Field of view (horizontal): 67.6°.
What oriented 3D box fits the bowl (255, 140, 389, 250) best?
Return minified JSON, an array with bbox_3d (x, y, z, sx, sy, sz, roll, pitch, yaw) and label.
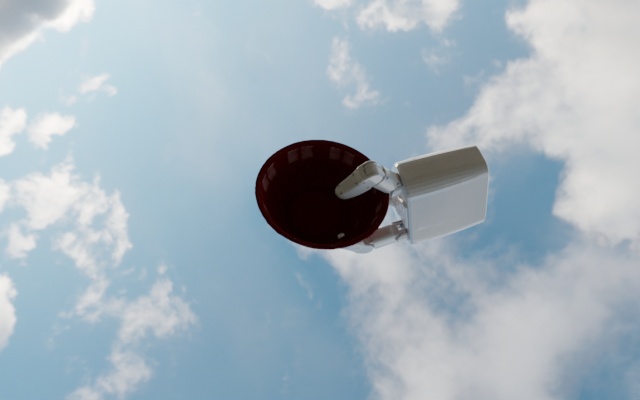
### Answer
[{"bbox_3d":[-0.001,0.002,0.592,0.162,0.162,0.055,0,-35,-8],"label":"bowl"}]
